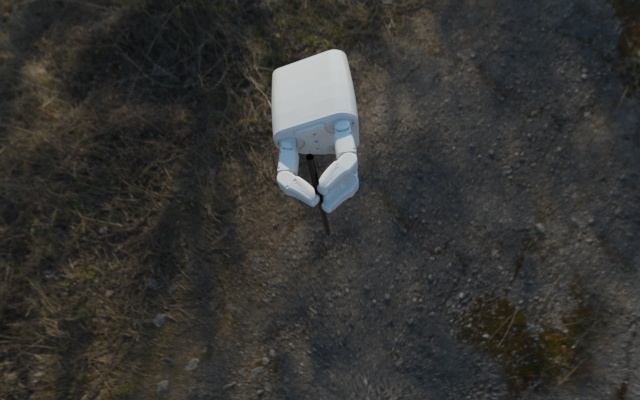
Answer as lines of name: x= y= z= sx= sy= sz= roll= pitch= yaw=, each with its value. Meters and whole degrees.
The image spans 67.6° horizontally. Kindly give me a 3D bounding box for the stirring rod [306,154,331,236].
stirring rod: x=0.000 y=0.002 z=0.608 sx=0.011 sy=0.011 sz=0.240 roll=0 pitch=-23 yaw=6
